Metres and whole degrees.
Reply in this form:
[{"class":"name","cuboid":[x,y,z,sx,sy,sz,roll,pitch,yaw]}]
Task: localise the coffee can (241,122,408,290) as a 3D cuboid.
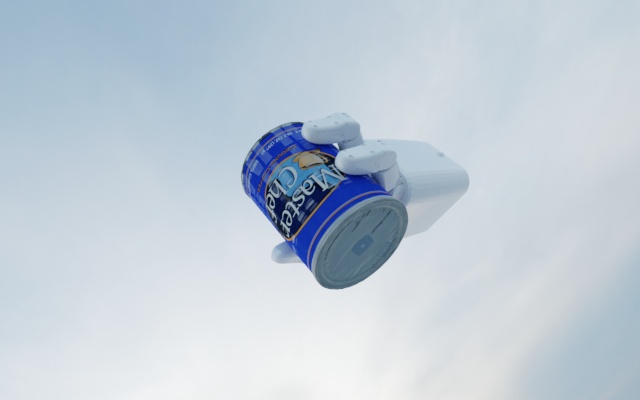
[{"class":"coffee can","cuboid":[0.000,0.002,0.463,0.103,0.103,0.140,0,35,-42]}]
